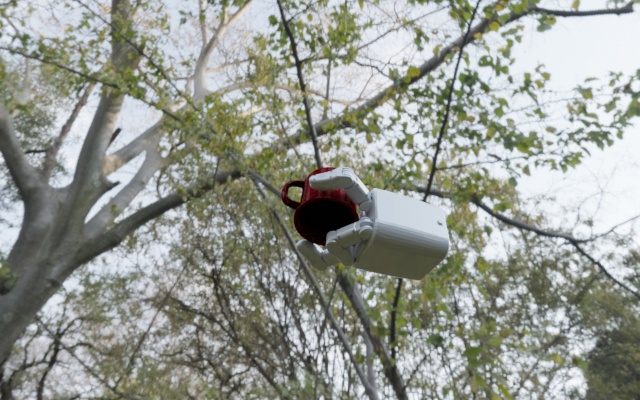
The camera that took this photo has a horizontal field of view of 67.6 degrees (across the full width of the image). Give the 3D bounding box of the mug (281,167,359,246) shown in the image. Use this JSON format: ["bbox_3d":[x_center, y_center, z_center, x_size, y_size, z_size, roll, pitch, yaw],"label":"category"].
[{"bbox_3d":[-0.001,0.002,0.692,0.117,0.093,0.081,16,40,-8],"label":"mug"}]
